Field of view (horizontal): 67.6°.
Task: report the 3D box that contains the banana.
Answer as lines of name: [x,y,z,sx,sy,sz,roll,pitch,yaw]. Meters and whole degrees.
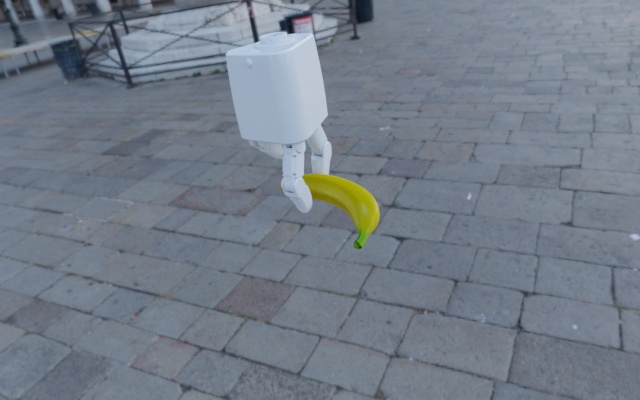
banana: [0.018,-0.003,0.622,0.069,0.037,0.197,-23,32,-23]
